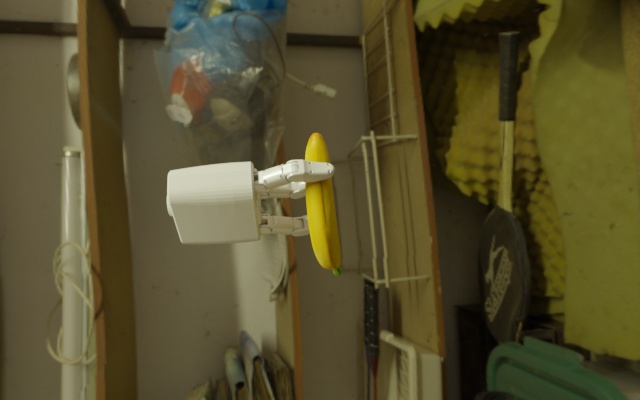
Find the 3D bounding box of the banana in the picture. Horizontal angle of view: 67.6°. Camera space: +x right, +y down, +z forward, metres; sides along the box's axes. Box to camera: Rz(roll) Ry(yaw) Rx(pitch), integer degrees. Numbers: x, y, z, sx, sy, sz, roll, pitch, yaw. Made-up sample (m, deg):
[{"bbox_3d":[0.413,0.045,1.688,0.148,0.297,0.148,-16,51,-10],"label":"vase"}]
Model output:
[{"bbox_3d":[0.000,0.005,0.628,0.037,0.198,0.069,-7,-1,0],"label":"banana"}]
